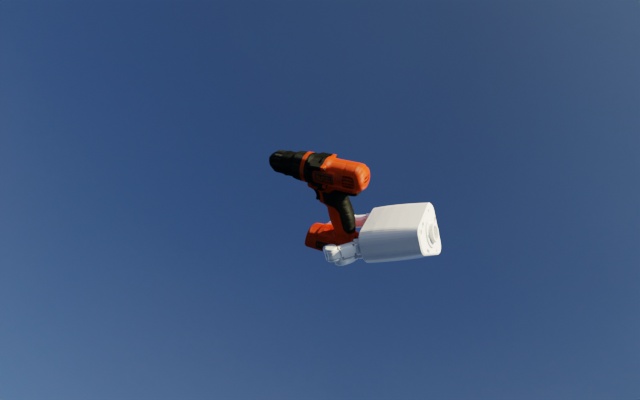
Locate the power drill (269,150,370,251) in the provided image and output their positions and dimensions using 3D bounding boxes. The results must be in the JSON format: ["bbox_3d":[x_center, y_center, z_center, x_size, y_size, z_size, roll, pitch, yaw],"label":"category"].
[{"bbox_3d":[0.000,0.003,0.833,0.184,0.188,0.057,14,41,28],"label":"power drill"}]
